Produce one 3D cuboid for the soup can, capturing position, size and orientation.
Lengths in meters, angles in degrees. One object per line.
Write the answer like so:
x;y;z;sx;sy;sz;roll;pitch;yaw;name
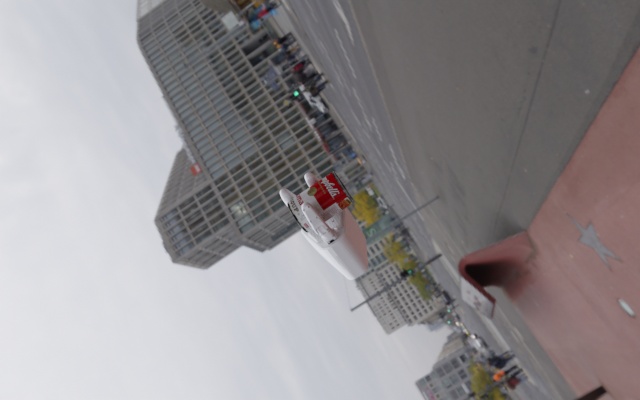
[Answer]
0.000;0.003;0.855;0.102;0.068;0.068;-33;-4;6;soup can
